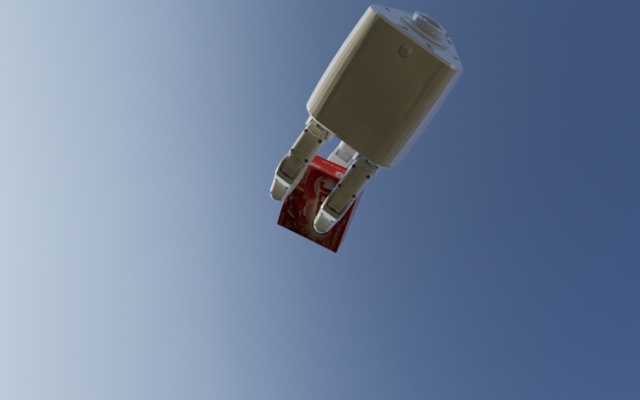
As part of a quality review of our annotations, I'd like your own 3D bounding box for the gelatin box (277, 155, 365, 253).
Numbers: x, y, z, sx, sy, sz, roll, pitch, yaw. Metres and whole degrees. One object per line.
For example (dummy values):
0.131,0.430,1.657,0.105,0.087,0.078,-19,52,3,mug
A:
0.000,0.002,0.498,0.073,0.089,0.030,25,36,9,gelatin box
